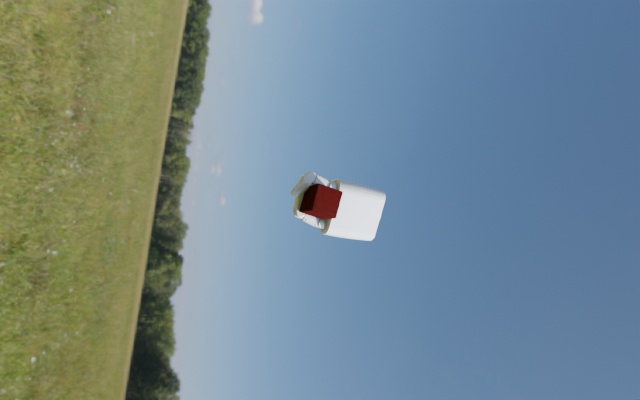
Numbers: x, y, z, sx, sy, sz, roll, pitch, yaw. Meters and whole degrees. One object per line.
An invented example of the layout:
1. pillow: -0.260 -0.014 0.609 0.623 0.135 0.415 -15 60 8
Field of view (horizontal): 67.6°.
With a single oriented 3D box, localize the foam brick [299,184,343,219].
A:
1. foam brick: 0.000 0.003 0.898 0.051 0.053 0.078 19 -9 -17
